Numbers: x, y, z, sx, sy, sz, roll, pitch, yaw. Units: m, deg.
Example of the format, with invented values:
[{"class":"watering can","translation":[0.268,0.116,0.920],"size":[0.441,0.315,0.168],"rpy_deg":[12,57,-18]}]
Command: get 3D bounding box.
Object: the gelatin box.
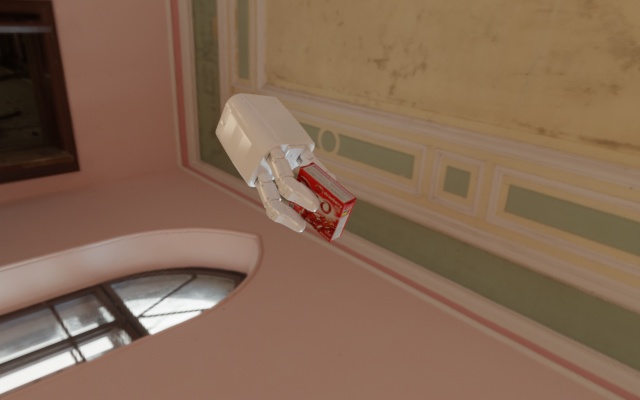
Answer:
[{"class":"gelatin box","translation":[0.001,0.002,0.664],"size":[0.089,0.073,0.030],"rpy_deg":[41,43,23]}]
